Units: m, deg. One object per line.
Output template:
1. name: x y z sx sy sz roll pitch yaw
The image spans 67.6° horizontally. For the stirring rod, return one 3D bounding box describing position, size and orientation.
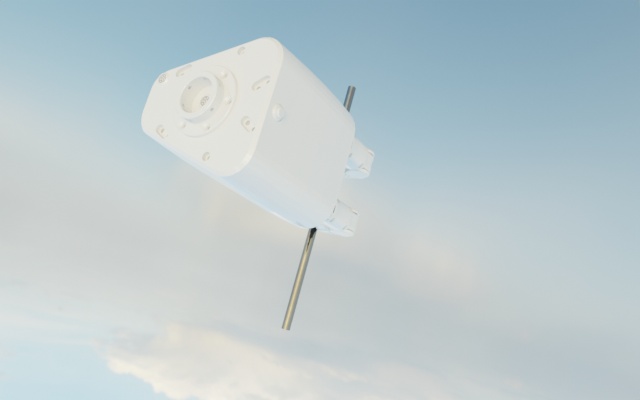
1. stirring rod: 0.000 0.001 0.450 0.011 0.239 0.011 15 -12 3
